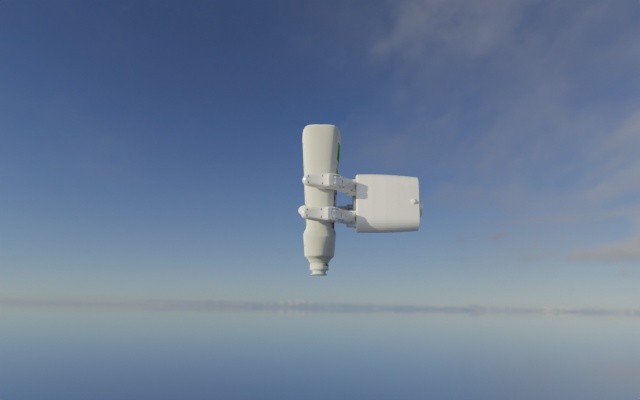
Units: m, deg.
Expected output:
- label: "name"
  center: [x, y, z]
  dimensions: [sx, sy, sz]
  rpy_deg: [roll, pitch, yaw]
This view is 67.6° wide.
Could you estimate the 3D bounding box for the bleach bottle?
- label: "bleach bottle"
  center: [0.000, 0.003, 0.823]
  dimensions: [0.068, 0.250, 0.102]
  rpy_deg: [1, -13, 2]
